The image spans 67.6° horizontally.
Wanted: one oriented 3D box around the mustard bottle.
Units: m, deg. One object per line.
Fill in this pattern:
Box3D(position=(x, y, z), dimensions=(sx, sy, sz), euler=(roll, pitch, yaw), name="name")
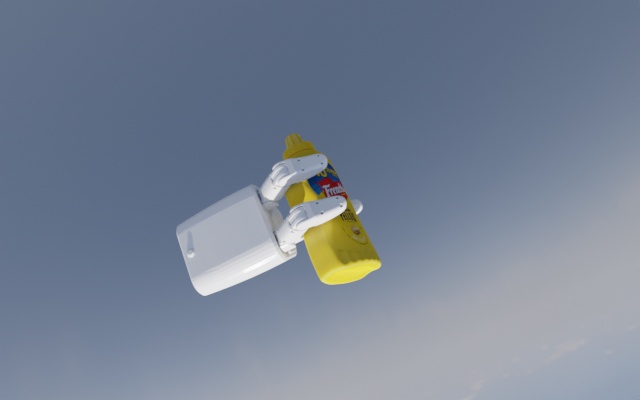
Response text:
Box3D(position=(0.000, 0.002, 0.566), dimensions=(0.058, 0.191, 0.096), euler=(-36, -24, 28), name="mustard bottle")
